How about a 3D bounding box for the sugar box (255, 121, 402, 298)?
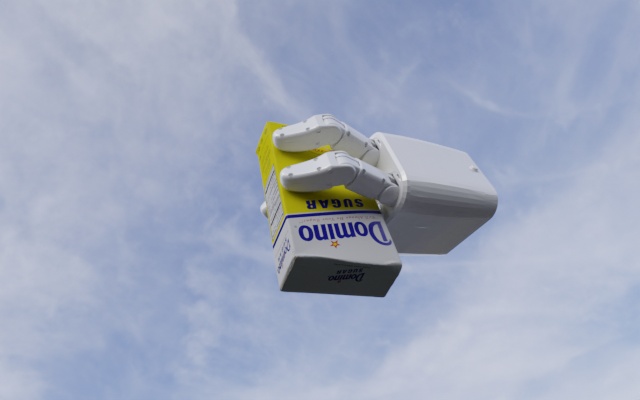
[{"bbox_3d":[0.000,0.001,0.421,0.093,0.048,0.176,7,37,-22],"label":"sugar box"}]
